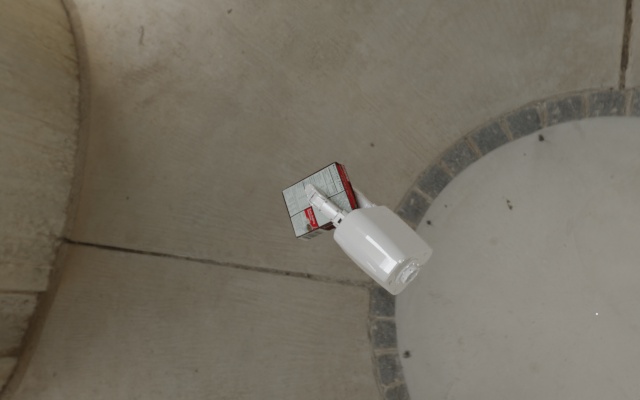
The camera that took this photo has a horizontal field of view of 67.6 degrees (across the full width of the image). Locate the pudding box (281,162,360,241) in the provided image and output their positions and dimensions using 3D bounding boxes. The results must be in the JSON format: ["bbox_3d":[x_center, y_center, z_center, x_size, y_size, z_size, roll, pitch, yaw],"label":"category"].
[{"bbox_3d":[0.000,0.003,0.768,0.113,0.090,0.039,-26,-21,21],"label":"pudding box"}]
